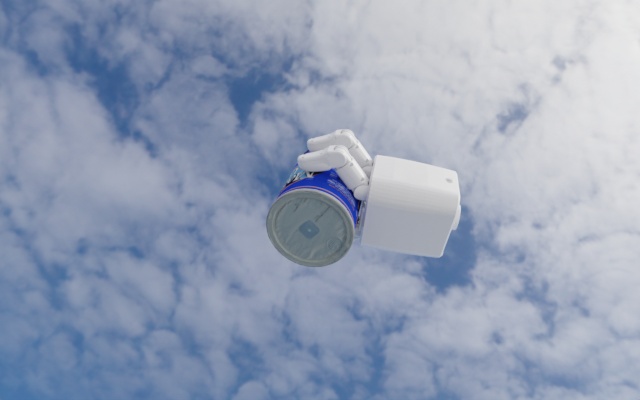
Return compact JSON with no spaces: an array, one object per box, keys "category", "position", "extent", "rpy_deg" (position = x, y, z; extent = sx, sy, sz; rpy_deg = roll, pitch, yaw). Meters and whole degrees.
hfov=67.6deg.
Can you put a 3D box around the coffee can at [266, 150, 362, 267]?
[{"category":"coffee can","position":[0.000,0.002,0.603],"extent":[0.103,0.103,0.140],"rpy_deg":[0,28,12]}]
